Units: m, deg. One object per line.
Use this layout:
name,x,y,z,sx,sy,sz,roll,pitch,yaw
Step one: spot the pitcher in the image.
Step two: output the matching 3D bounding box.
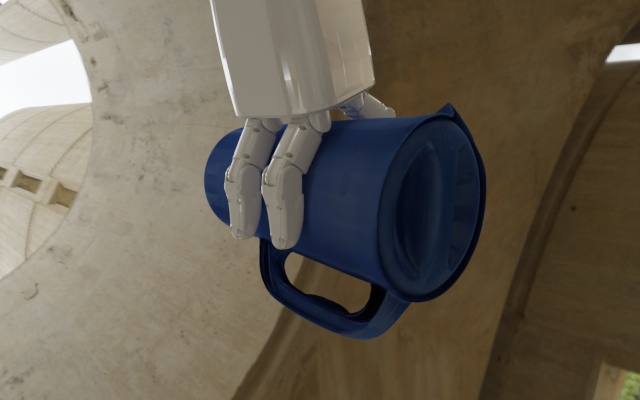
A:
pitcher,0.000,0.001,0.411,0.149,0.145,0.243,-28,25,-37
